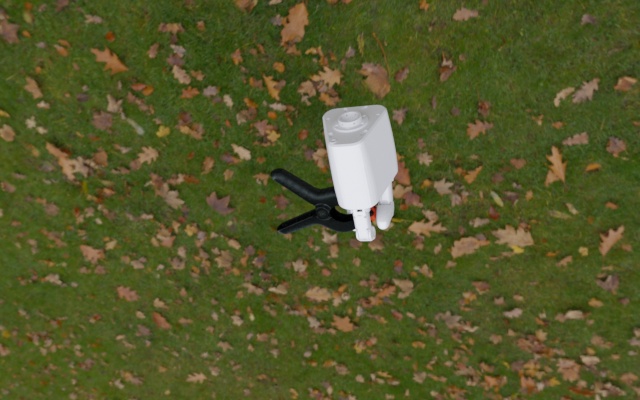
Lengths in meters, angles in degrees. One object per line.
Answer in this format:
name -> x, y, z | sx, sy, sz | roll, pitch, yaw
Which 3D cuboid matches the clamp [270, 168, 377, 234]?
clamp -> 0.000, 0.003, 0.738 | 0.171, 0.120, 0.039 | -2, 39, 17
